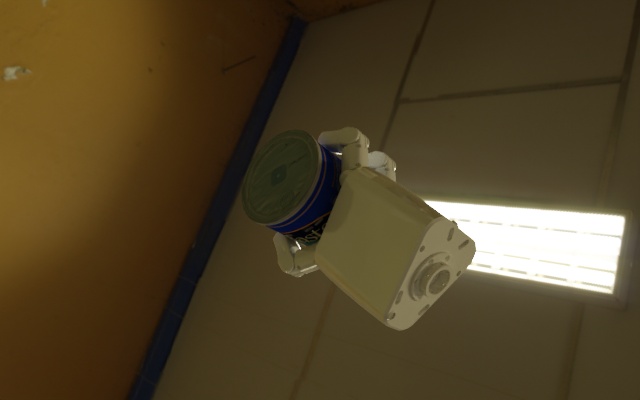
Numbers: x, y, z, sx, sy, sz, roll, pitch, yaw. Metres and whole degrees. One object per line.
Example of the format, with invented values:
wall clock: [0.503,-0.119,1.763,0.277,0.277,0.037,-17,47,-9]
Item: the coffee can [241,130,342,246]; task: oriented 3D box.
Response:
coffee can: [0.000,0.002,0.520,0.103,0.102,0.140,0,-23,42]
